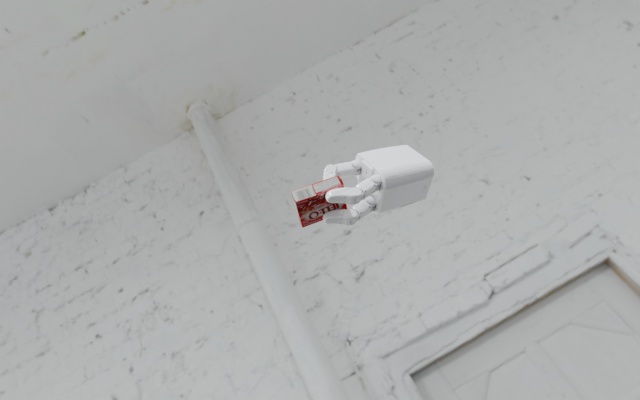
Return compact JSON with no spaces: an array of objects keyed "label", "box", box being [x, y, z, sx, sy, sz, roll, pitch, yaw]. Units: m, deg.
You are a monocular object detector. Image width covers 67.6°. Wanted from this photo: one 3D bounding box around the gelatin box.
[{"label":"gelatin box","box":[0.000,0.003,0.831,0.089,0.030,0.073,-19,-39,-6]}]
